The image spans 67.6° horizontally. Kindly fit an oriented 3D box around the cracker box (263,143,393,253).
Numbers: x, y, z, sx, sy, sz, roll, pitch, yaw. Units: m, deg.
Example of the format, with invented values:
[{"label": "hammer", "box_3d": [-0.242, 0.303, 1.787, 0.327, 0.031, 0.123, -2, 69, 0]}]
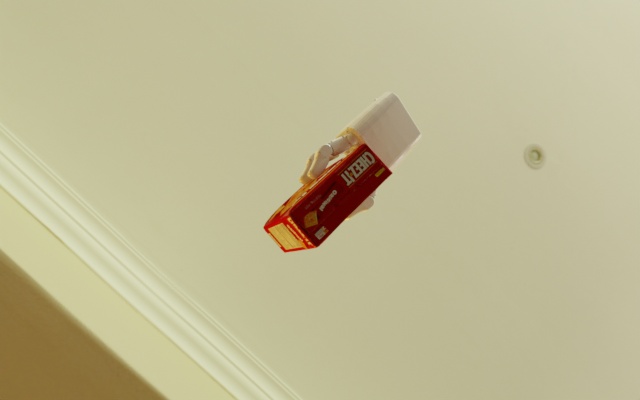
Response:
[{"label": "cracker box", "box_3d": [0.000, 0.003, 0.775, 0.164, 0.072, 0.214, -44, 5, -17]}]
